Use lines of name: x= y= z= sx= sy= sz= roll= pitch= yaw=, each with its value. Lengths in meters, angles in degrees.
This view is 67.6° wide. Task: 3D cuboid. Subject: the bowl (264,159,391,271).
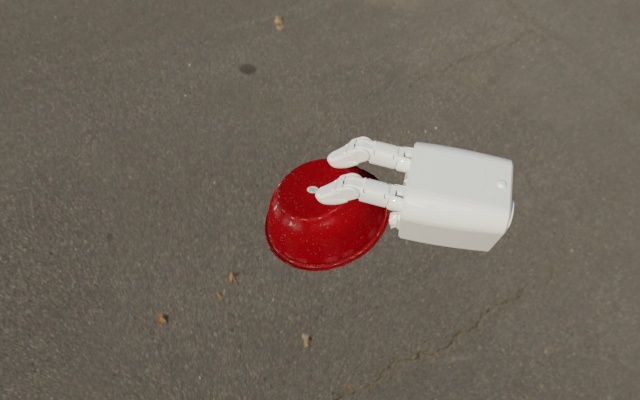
bowl: x=-0.001 y=0.002 z=0.575 sx=0.162 sy=0.162 sz=0.055 roll=0 pitch=-38 yaw=20
